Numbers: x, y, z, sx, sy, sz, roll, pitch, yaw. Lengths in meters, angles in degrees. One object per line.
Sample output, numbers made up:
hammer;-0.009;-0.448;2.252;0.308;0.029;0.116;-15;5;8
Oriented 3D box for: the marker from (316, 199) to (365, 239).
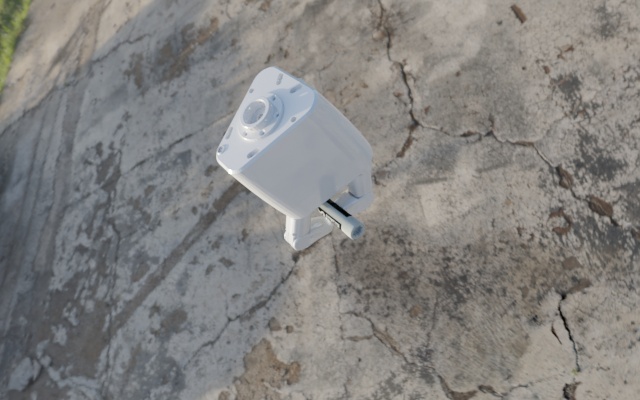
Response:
marker;0.000;0.002;0.505;0.020;0.020;0.121;0;29;-44
